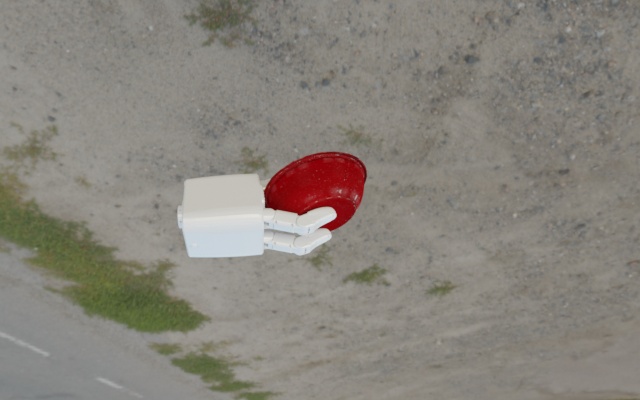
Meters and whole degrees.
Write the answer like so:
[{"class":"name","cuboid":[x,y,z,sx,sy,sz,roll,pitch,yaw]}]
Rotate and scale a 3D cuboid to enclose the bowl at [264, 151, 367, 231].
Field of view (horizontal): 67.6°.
[{"class":"bowl","cuboid":[0.002,0.002,0.699,0.162,0.055,0.162,-14,-34,-9]}]
